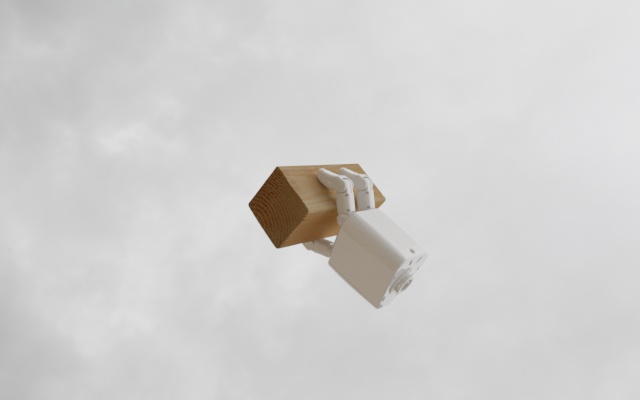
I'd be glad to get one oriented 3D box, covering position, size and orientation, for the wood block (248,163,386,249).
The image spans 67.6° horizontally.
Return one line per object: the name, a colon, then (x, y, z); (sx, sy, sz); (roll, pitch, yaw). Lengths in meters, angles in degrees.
wood block: (0.000, 0.003, 0.768); (0.206, 0.090, 0.091); (-7, -36, -51)
